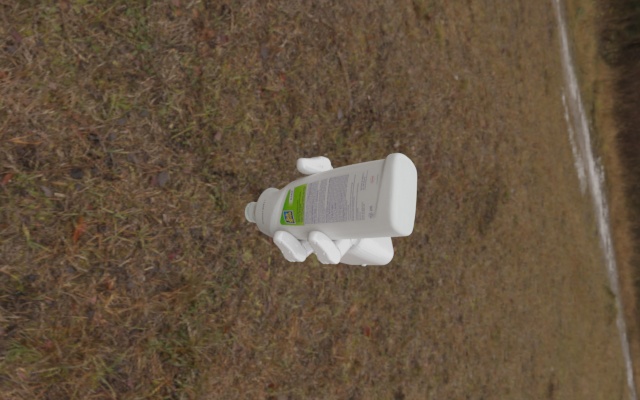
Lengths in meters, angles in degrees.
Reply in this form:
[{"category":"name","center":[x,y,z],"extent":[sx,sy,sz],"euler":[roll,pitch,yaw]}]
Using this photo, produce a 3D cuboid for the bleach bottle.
[{"category":"bleach bottle","center":[0.000,0.002,0.644],"extent":[0.251,0.102,0.068],"euler":[-4,-19,35]}]
